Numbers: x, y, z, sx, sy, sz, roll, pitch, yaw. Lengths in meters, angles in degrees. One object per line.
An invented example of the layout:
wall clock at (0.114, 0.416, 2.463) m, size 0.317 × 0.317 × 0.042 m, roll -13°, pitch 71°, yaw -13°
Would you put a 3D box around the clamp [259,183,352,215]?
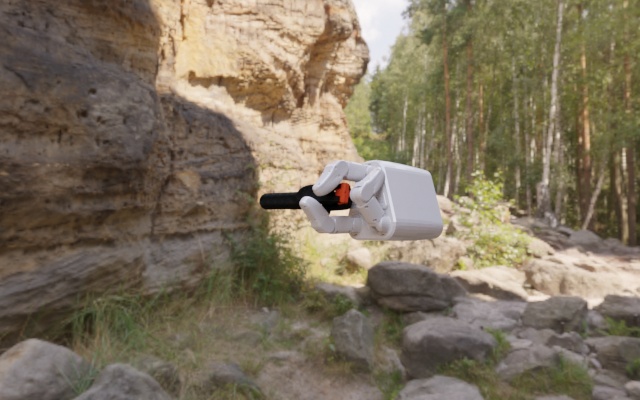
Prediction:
clamp at (0.000, 0.002, 0.702) m, size 0.120 × 0.039 × 0.171 m, roll 5°, pitch -6°, yaw -37°
